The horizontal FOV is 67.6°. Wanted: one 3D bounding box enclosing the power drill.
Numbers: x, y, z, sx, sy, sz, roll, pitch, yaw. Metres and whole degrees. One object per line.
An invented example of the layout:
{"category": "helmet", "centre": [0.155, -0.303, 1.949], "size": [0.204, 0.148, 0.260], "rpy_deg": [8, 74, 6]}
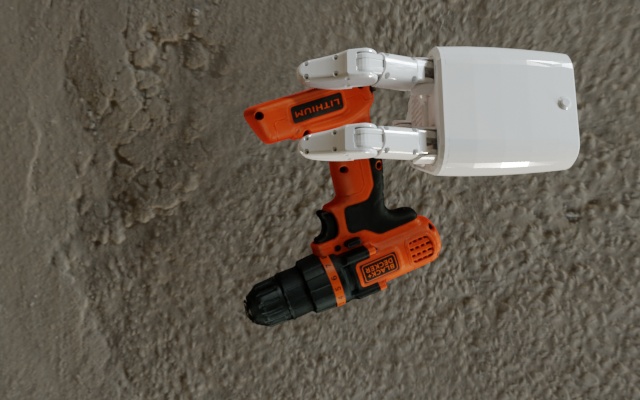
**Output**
{"category": "power drill", "centre": [0.000, 0.001, 0.409], "size": [0.184, 0.188, 0.057], "rpy_deg": [-21, 16, -12]}
